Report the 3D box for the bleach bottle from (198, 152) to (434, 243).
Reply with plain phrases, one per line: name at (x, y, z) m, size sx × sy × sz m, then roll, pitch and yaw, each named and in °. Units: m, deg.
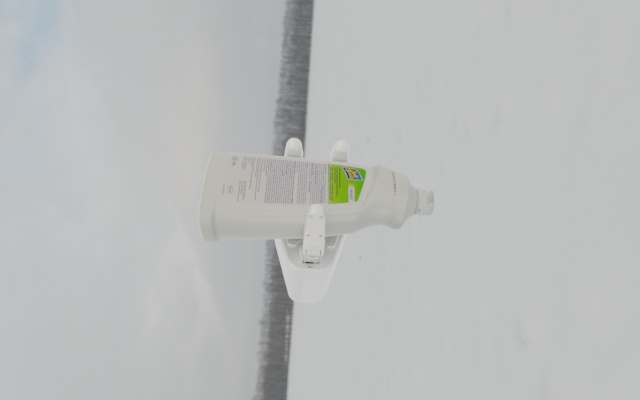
bleach bottle at (0.000, 0.002, 0.531) m, size 0.251 × 0.102 × 0.068 m, roll 4°, pitch -34°, yaw -3°
